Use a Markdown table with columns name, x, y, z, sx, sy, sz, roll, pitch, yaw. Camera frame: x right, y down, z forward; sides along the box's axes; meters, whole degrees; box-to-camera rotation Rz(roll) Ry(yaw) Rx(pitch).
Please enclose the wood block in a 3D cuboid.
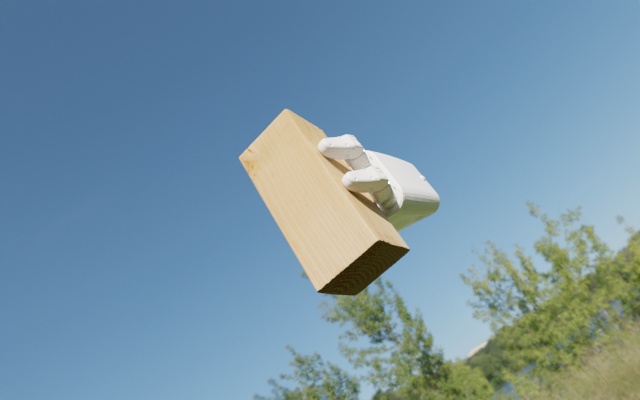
| name | x | y | z | sx | sy | sz | roll | pitch | yaw |
| --- | --- | --- | --- | --- | --- | --- | --- | --- | --- |
| wood block | 0.000 | 0.002 | 0.569 | 0.091 | 0.206 | 0.090 | -44 | -31 | 17 |
